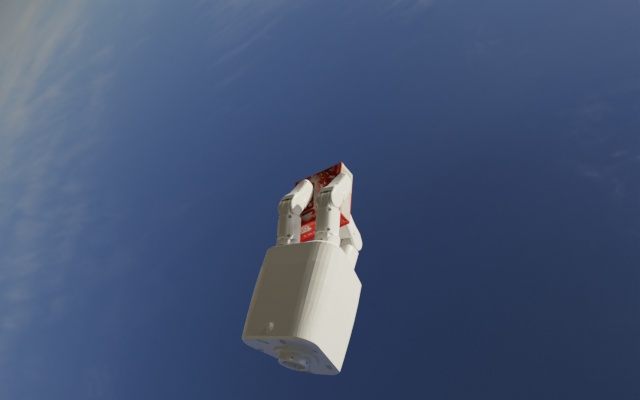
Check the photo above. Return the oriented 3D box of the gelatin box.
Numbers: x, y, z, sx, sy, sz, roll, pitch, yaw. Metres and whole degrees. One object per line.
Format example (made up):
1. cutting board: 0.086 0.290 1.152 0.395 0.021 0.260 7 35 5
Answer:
1. gelatin box: 0.000 0.002 0.588 0.073 0.089 0.030 -23 -52 27
